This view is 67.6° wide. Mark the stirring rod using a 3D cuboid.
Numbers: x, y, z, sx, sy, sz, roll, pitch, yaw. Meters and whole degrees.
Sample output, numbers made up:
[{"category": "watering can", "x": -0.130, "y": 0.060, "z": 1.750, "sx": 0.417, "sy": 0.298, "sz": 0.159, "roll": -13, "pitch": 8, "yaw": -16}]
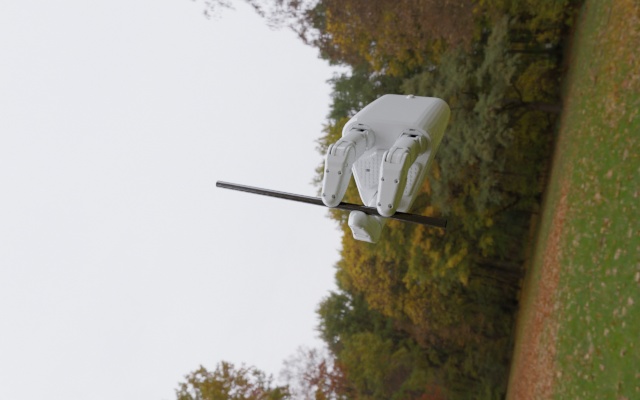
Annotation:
[{"category": "stirring rod", "x": 0.000, "y": 0.002, "z": 0.463, "sx": 0.239, "sy": 0.011, "sz": 0.011, "roll": 10, "pitch": 4, "yaw": 23}]
